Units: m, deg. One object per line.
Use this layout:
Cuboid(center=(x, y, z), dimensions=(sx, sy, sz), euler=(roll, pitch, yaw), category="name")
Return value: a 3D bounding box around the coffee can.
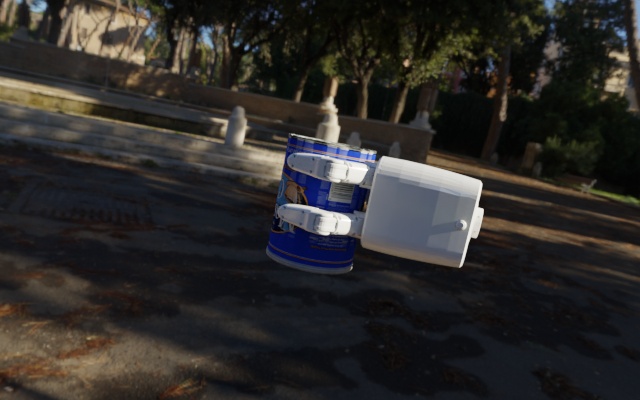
Cuboid(center=(0.000, 0.002, 0.552), dimensions=(0.103, 0.140, 0.103), euler=(11, 8, -2), category="coffee can")
